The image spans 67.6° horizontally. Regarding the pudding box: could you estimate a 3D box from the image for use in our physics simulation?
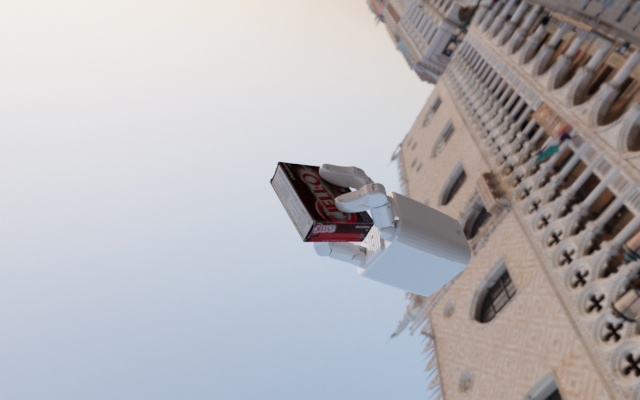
[{"bbox_3d":[0.000,0.002,0.585,0.090,0.039,0.113,4,36,-37],"label":"pudding box"}]
